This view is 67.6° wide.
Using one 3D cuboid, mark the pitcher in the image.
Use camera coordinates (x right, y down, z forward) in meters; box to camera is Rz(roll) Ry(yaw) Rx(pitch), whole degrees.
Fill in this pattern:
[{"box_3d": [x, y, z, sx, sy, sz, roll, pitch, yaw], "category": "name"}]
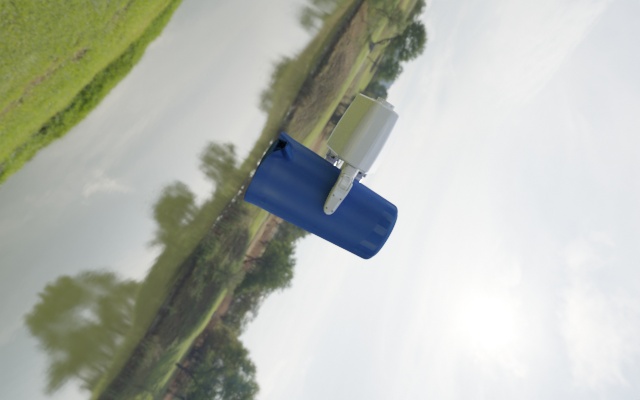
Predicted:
[{"box_3d": [0.000, 0.003, 0.815, 0.243, 0.145, 0.149, 30, 11, -4], "category": "pitcher"}]
